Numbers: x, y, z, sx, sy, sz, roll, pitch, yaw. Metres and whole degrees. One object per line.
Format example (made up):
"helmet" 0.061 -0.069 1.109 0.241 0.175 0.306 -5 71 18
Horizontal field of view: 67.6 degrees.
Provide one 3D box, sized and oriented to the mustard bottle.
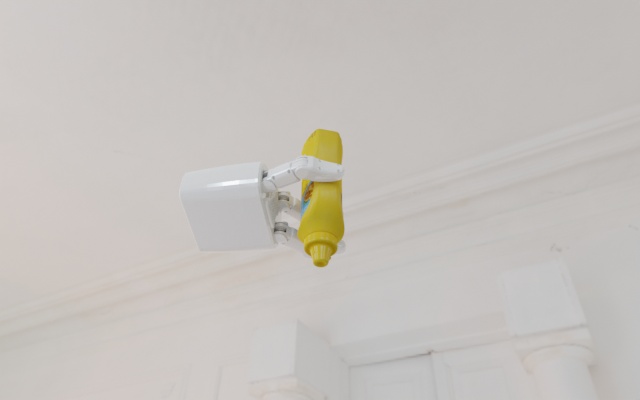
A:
"mustard bottle" 0.000 0.002 0.622 0.058 0.191 0.096 9 -42 -10
